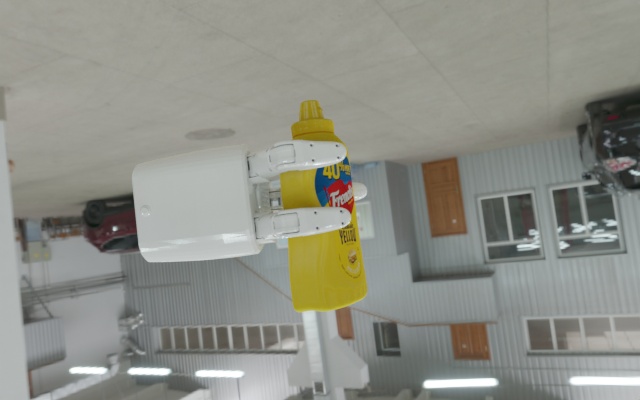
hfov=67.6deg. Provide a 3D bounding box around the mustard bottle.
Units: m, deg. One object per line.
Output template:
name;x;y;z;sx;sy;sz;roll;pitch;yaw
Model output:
mustard bottle;0.000;0.002;0.450;0.058;0.191;0.096;-9;-4;30
